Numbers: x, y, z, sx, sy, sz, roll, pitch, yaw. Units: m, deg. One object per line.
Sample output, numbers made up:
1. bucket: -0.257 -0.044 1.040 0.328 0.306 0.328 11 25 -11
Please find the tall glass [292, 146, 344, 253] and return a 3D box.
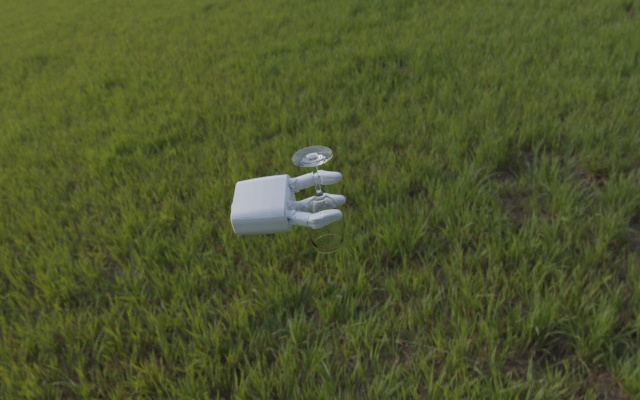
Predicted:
1. tall glass: 0.000 0.002 0.899 0.079 0.201 0.079 -8 33 5
